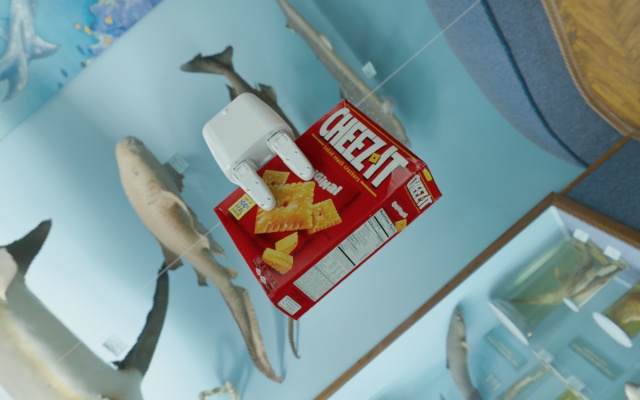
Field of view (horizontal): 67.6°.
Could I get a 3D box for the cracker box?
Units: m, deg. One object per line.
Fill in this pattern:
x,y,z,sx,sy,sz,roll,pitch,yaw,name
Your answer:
0.000,0.002,0.548,0.164,0.213,0.072,49,-1,42,cracker box
